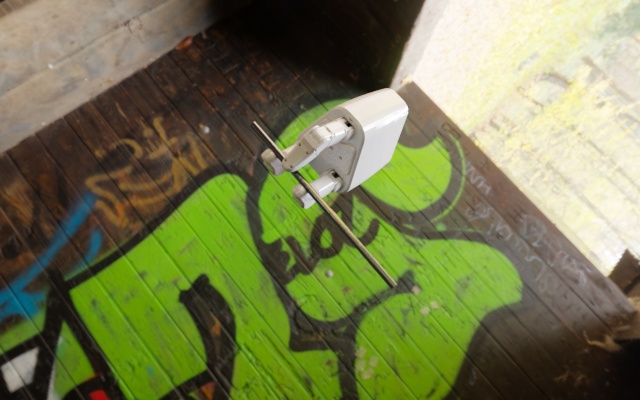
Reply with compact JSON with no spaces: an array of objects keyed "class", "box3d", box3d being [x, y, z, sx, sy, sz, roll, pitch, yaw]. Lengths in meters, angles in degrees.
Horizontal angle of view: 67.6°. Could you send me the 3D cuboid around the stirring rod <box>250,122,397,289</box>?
[{"class":"stirring rod","box3d":[0.000,0.002,0.525,0.011,0.239,0.011,-39,-11,-9]}]
